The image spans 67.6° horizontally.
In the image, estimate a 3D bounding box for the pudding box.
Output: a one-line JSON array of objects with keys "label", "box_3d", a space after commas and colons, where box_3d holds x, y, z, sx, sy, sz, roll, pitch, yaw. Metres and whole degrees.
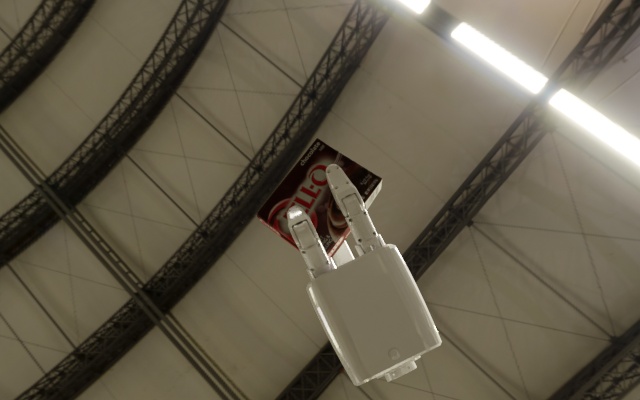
[{"label": "pudding box", "box_3d": [0.000, 0.002, 0.521, 0.090, 0.113, 0.039, 34, -13, 17]}]
